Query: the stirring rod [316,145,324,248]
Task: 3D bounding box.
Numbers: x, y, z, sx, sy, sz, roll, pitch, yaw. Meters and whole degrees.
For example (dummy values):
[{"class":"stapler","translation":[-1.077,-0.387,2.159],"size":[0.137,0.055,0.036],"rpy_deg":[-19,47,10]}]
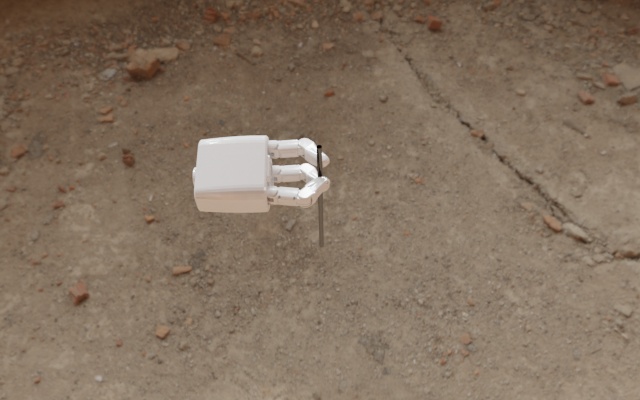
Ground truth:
[{"class":"stirring rod","translation":[0.000,0.003,0.769],"size":[0.011,0.011,0.240],"rpy_deg":[0,-41,1]}]
